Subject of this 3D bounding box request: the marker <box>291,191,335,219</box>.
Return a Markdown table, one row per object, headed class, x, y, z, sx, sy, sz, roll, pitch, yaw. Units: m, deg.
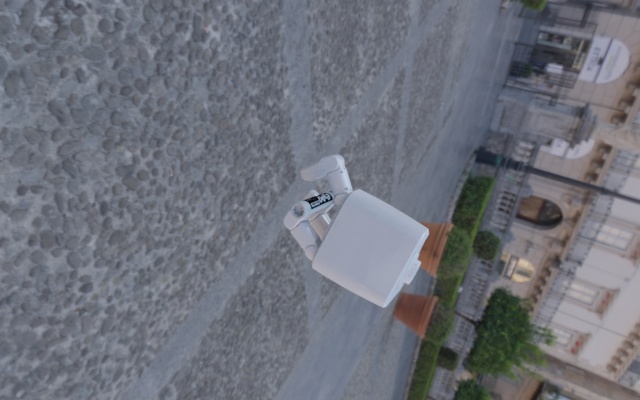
| class | x | y | z | sx | sy | sz | roll | pitch | yaw |
| --- | --- | --- | --- | --- | --- | --- | --- | --- | --- |
| marker | 0.000 | 0.002 | 0.586 | 0.020 | 0.020 | 0.121 | 0 | 9 | 25 |
